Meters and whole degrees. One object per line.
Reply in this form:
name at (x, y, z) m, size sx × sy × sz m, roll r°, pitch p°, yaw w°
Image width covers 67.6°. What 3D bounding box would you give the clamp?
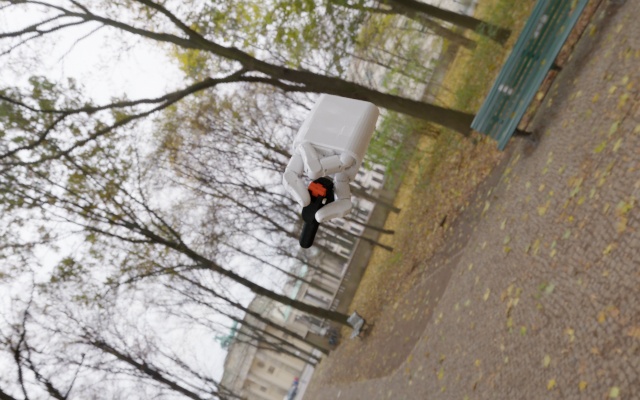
clamp at (0.000, 0.002, 0.803) m, size 0.039 × 0.120 × 0.171 m, roll 21°, pitch -27°, yaw 4°
